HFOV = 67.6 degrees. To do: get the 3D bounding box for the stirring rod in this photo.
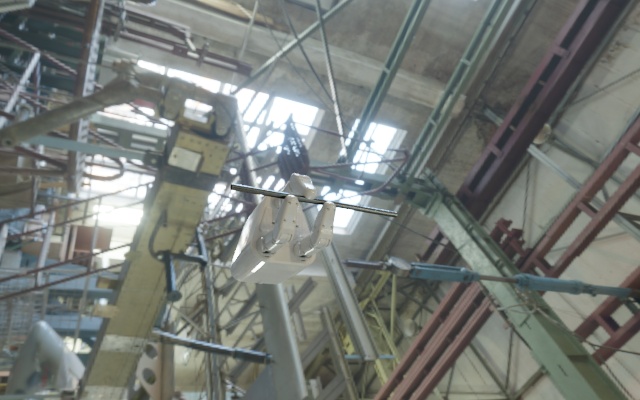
[{"bbox_3d":[0.000,0.002,0.622,0.239,0.011,0.011,10,-4,-26],"label":"stirring rod"}]
